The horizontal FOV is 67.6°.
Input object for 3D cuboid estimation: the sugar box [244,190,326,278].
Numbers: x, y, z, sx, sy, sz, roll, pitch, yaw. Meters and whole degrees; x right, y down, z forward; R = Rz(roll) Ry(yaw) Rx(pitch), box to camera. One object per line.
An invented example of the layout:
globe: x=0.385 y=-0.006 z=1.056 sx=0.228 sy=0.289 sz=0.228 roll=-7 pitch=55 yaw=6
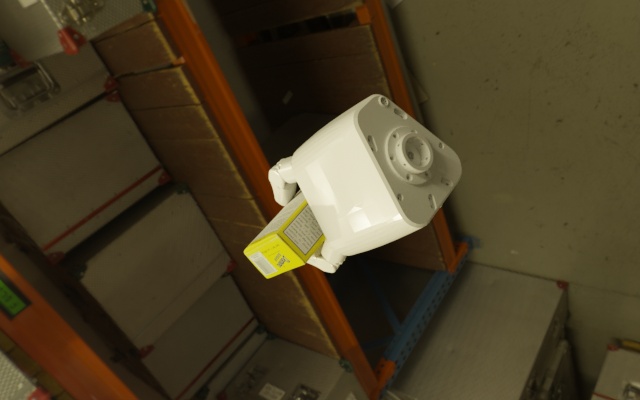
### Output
sugar box: x=0.000 y=0.002 z=0.514 sx=0.176 sy=0.048 sz=0.093 roll=-46 pitch=9 yaw=-32
